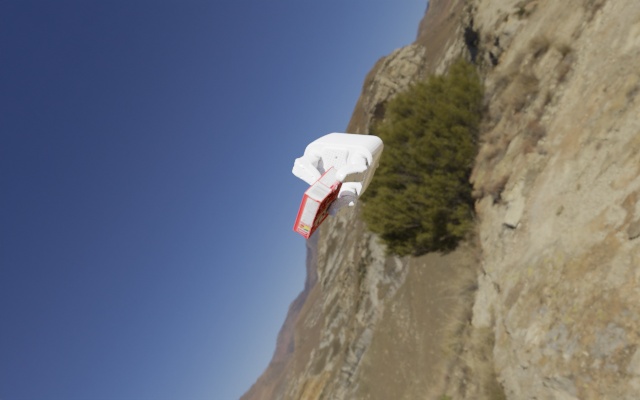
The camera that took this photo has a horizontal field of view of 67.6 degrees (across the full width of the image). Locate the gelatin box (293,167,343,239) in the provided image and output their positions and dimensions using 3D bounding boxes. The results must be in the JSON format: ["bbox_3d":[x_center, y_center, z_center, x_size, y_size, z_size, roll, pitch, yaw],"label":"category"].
[{"bbox_3d":[0.000,0.002,0.696,0.030,0.073,0.089,29,39,12],"label":"gelatin box"}]
